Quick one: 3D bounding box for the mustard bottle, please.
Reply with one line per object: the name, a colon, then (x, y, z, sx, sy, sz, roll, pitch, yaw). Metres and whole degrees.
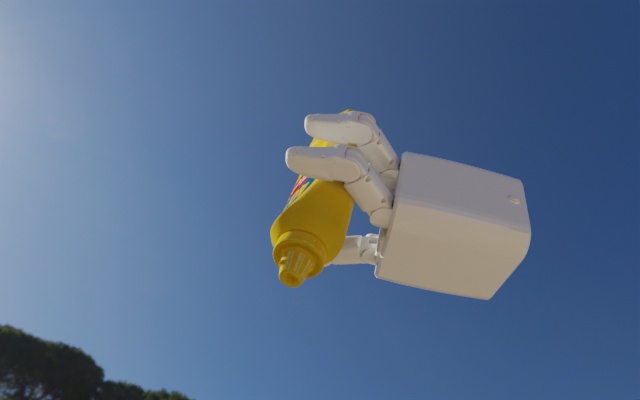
mustard bottle: (0.000, 0.001, 0.422, 0.058, 0.096, 0.191, 32, 39, -10)
